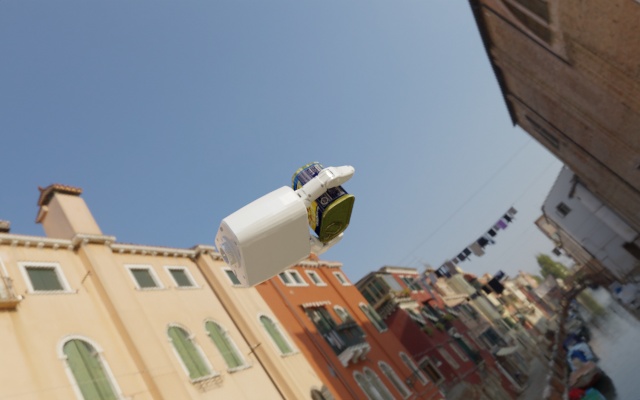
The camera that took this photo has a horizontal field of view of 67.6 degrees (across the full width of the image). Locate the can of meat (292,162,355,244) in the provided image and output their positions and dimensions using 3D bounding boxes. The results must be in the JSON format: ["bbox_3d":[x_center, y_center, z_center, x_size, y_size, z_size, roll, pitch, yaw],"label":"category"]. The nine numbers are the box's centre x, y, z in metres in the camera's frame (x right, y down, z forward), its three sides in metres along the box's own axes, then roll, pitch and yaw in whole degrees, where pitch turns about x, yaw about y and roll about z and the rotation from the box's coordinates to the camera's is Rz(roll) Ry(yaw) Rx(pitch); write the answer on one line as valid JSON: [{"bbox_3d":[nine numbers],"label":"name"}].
[{"bbox_3d":[0.000,0.002,0.723,0.057,0.084,0.102,-31,-27,-23],"label":"can of meat"}]
